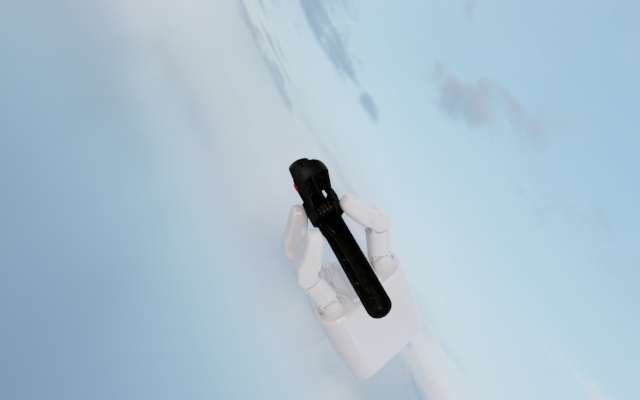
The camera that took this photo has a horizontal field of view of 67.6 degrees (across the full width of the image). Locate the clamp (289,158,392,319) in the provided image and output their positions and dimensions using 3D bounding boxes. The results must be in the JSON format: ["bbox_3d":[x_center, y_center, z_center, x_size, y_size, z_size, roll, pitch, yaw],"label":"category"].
[{"bbox_3d":[0.001,0.001,0.482,0.036,0.165,0.210,-27,31,-4],"label":"clamp"}]
